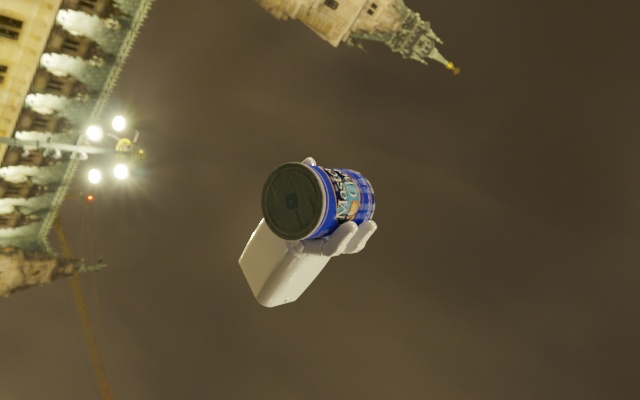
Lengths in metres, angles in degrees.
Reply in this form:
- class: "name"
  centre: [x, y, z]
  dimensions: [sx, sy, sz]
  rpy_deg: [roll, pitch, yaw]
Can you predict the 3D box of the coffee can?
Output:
- class: "coffee can"
  centre: [0.000, 0.002, 0.677]
  dimensions: [0.103, 0.103, 0.140]
  rpy_deg: [0, -1, 34]
